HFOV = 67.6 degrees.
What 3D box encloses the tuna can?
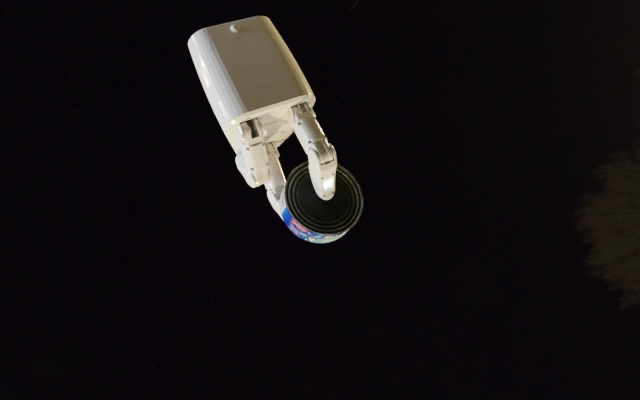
[{"bbox_3d":[0.000,0.002,0.510,0.086,0.086,0.034,0,-23,-17],"label":"tuna can"}]
